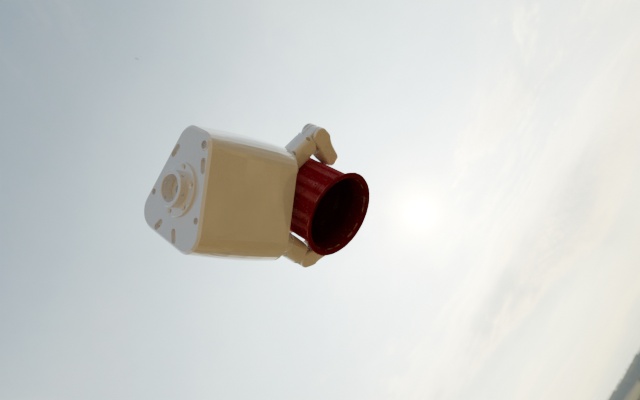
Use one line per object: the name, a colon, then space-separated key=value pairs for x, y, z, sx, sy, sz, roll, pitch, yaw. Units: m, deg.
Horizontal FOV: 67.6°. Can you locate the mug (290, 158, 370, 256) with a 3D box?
mug: x=0.001 y=0.002 z=0.526 sx=0.081 sy=0.093 sz=0.117 roll=28 pitch=11 yaw=38
